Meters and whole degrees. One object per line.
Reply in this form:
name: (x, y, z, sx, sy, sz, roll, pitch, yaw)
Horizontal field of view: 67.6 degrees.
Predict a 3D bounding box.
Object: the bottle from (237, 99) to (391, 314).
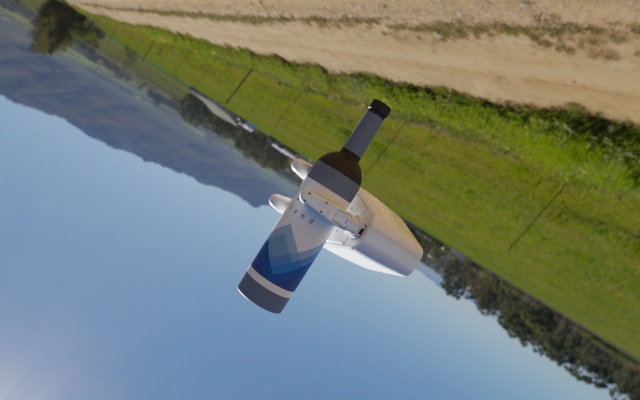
bottle: (0.000, 0.002, 0.610, 0.069, 0.296, 0.069, 32, 1, 0)
